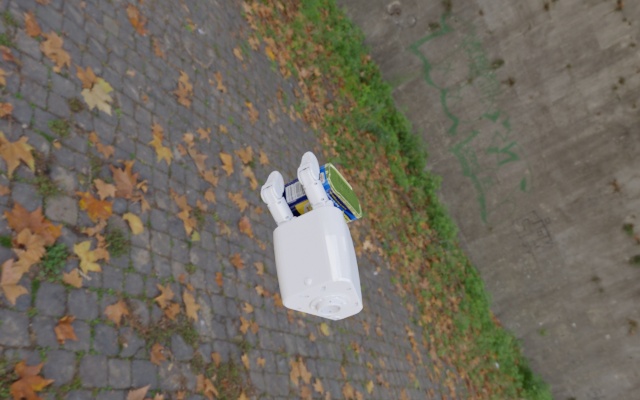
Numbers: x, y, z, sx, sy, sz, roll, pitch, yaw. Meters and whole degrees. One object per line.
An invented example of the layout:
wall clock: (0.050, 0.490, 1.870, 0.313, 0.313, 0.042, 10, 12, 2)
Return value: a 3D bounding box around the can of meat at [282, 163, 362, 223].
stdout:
can of meat: (0.000, 0.002, 0.681, 0.084, 0.057, 0.102, -25, -42, 19)
